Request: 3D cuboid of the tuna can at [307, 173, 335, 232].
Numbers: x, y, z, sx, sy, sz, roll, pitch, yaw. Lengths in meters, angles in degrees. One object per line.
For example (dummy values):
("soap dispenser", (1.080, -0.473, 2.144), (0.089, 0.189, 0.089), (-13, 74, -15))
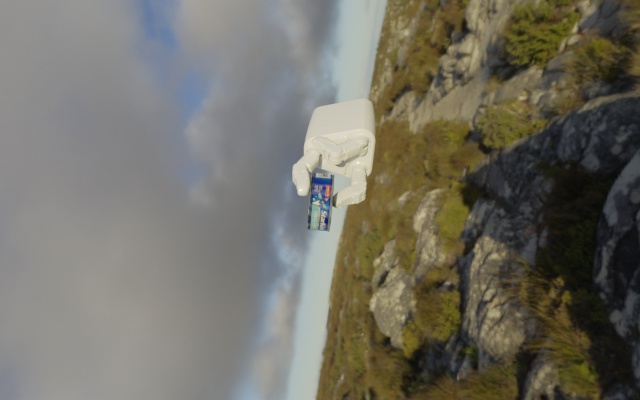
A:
("tuna can", (0.000, 0.002, 0.708), (0.034, 0.086, 0.086), (5, 0, -1))
